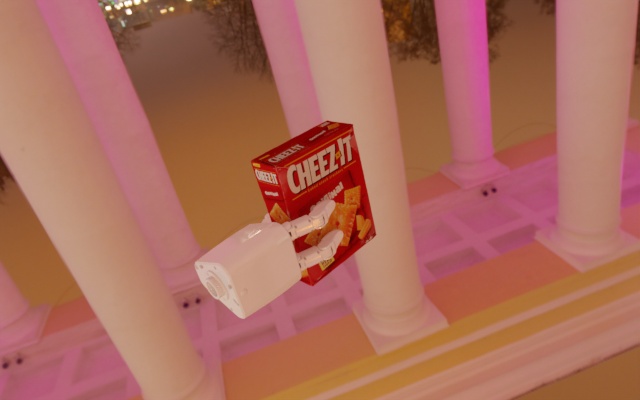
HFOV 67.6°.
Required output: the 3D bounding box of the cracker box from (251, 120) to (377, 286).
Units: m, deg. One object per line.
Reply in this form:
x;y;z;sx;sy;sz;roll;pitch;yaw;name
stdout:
0.000;0.003;0.766;0.164;0.214;0.072;-33;32;-32;cracker box
